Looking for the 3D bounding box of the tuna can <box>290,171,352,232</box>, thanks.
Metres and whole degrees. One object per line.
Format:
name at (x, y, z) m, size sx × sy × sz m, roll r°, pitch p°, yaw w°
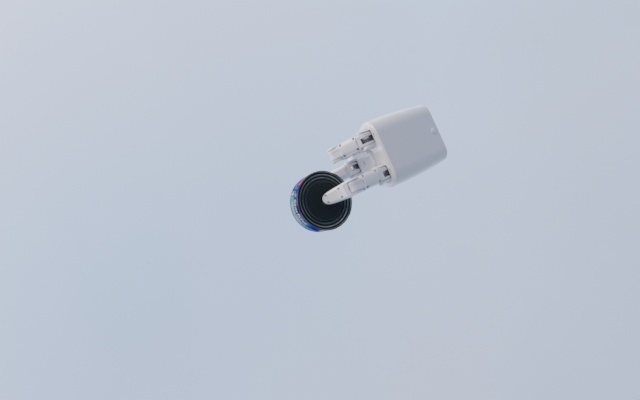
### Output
tuna can at (0.000, 0.002, 0.688) m, size 0.086 × 0.086 × 0.034 m, roll 0°, pitch -9°, yaw -25°
